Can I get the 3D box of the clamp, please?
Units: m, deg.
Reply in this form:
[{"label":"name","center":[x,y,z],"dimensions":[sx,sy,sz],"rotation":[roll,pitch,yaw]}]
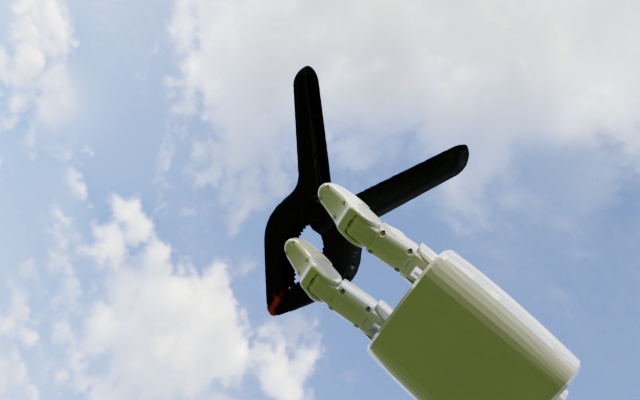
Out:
[{"label":"clamp","center":[0.000,0.002,0.402],"dimensions":[0.164,0.210,0.036],"rotation":[42,21,27]}]
